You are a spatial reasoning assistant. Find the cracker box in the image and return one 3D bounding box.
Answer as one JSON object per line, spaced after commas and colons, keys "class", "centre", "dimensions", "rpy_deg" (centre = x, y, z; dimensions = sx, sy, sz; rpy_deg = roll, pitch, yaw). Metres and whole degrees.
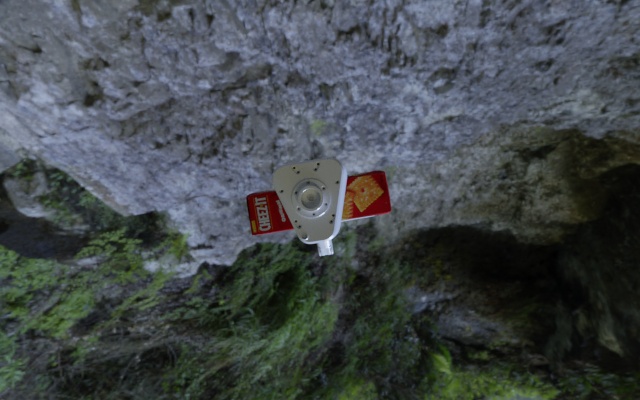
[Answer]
{"class": "cracker box", "centre": [0.000, 0.003, 0.789], "dimensions": [0.214, 0.072, 0.164], "rpy_deg": [-9, 0, 3]}
